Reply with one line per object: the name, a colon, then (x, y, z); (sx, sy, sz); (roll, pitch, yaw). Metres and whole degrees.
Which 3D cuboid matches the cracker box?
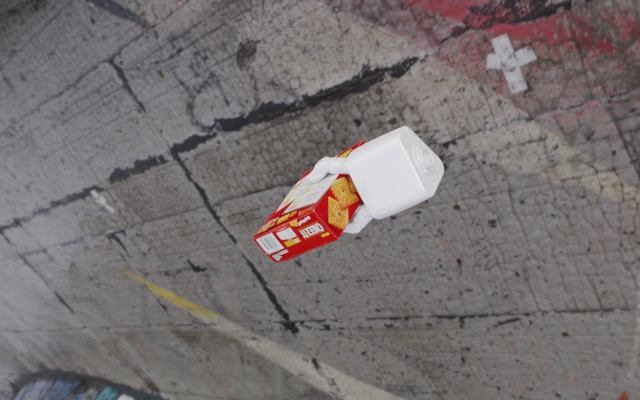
cracker box: (0.000, 0.003, 0.842); (0.164, 0.072, 0.213); (-26, 19, 42)
